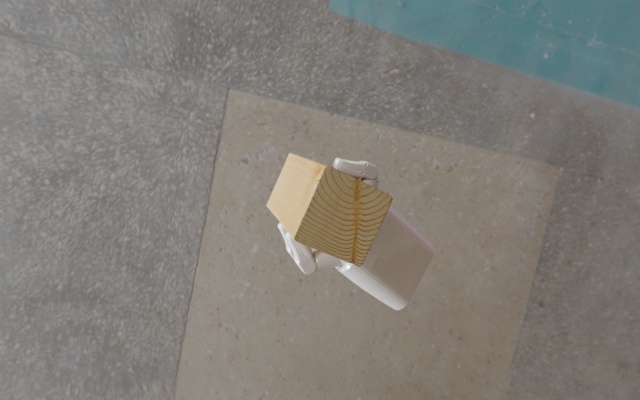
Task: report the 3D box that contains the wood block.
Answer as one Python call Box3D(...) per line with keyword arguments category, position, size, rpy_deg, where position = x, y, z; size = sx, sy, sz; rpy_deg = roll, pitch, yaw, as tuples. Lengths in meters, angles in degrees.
Box3D(category="wood block", position=(0.001, 0.002, 0.622), size=(0.090, 0.091, 0.206), rpy_deg=(24, 2, -18))
